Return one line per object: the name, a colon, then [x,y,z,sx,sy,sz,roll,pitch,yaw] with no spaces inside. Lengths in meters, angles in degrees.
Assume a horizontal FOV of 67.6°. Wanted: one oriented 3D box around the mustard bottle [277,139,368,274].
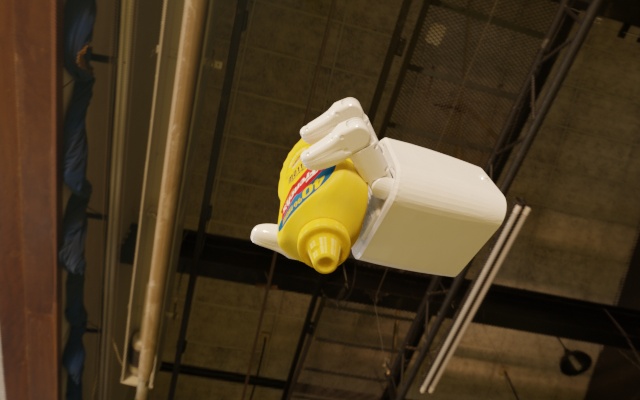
mustard bottle: [0.000,0.001,0.429,0.058,0.096,0.191,37,21,-21]
